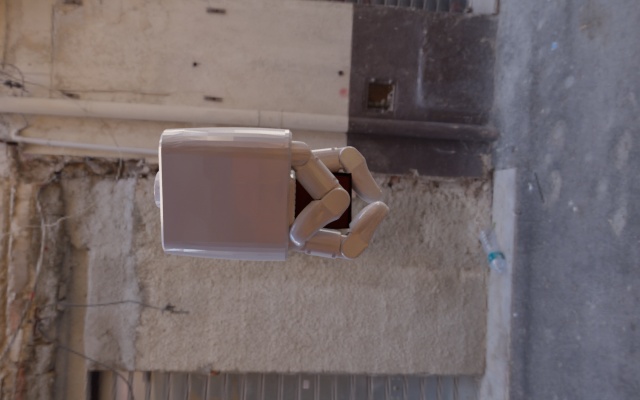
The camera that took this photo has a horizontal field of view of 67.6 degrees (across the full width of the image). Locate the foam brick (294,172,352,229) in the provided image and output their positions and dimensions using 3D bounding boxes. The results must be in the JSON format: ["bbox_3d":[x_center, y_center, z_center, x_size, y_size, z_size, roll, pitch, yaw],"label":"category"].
[{"bbox_3d":[0.000,0.002,0.463,0.051,0.053,0.078,1,-4,-4],"label":"foam brick"}]
